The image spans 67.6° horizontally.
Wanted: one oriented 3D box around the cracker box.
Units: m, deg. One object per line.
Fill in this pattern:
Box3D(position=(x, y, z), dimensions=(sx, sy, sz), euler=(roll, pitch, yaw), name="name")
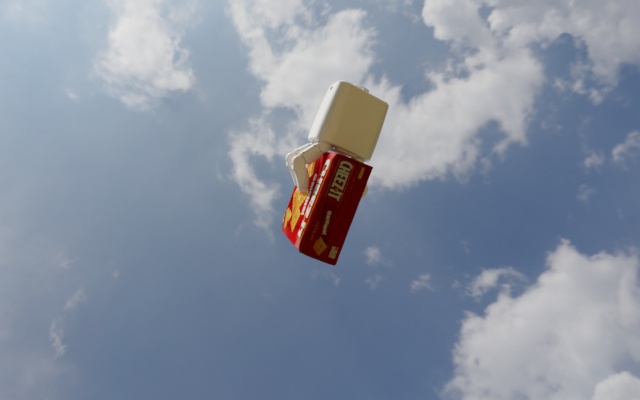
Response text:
Box3D(position=(0.000, 0.003, 0.819), dimensions=(0.072, 0.164, 0.213), euler=(20, 1, -13), name="cracker box")
